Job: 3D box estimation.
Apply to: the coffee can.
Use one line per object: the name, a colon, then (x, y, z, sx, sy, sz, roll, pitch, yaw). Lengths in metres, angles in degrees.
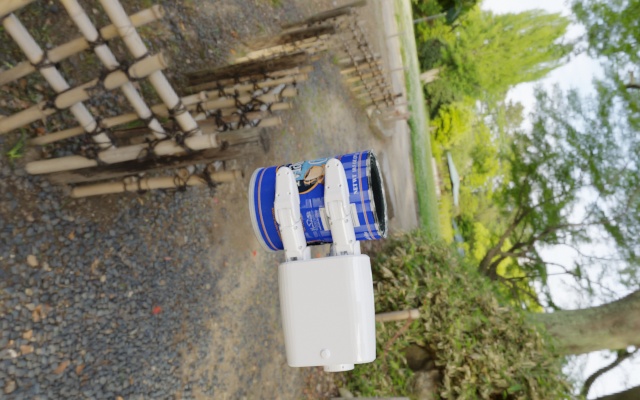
coffee can: (0.000, 0.002, 0.561, 0.140, 0.103, 0.103, -8, -2, 15)
